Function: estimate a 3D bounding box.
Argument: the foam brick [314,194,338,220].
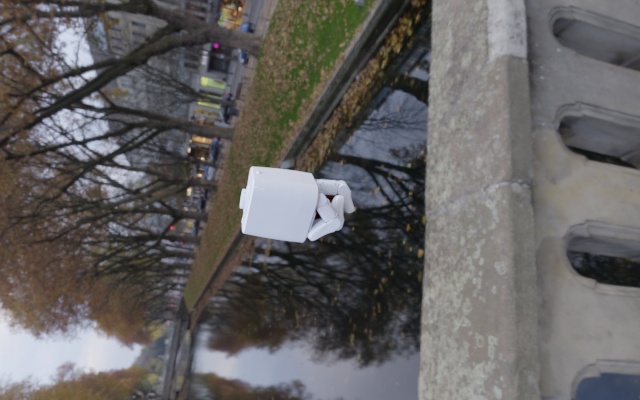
[{"bbox_3d":[0.000,0.003,0.854,0.051,0.053,0.078,6,21,-13],"label":"foam brick"}]
